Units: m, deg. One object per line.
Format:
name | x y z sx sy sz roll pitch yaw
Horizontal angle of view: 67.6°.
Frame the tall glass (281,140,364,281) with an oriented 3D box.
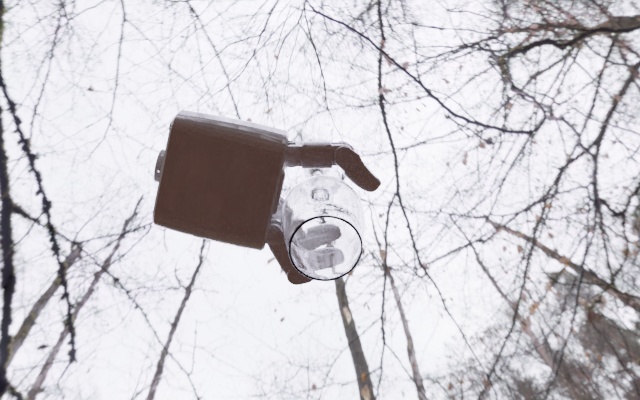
tall glass | 0.000 0.001 0.482 0.079 0.079 0.201 0 23 -3
